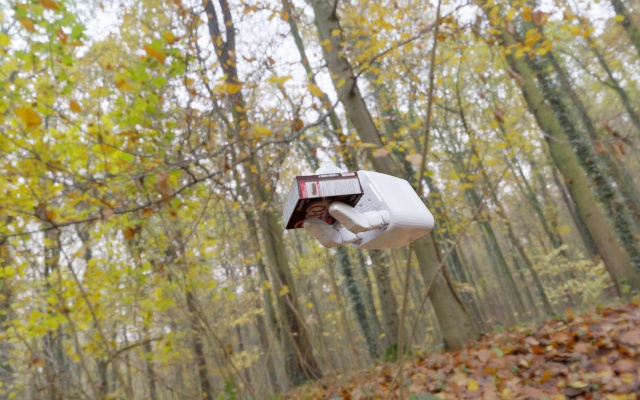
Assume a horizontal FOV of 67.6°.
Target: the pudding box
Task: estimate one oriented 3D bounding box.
[{"bbox_3d":[0.000,0.002,0.664,0.090,0.039,0.113,-6,-25,-16],"label":"pudding box"}]
